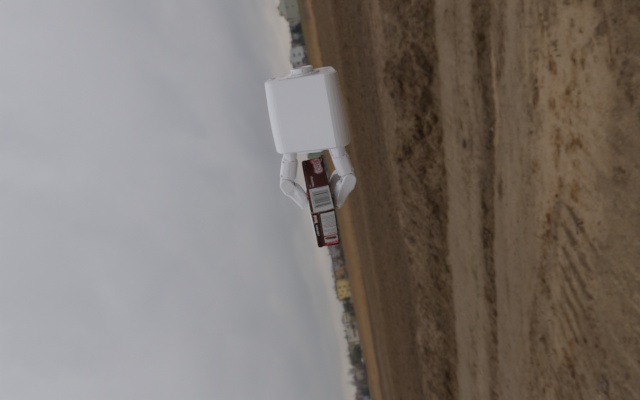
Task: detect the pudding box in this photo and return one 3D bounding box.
[{"bbox_3d":[0.000,0.002,0.748,0.039,0.113,0.090,-10,-41,1],"label":"pudding box"}]
